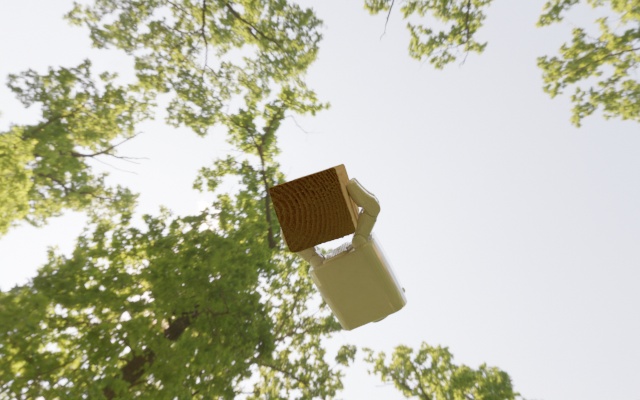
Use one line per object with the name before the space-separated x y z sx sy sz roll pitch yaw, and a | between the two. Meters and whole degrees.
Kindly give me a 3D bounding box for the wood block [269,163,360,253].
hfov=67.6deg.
wood block | 0.000 0.003 0.695 0.091 0.090 0.206 -18 3 7
